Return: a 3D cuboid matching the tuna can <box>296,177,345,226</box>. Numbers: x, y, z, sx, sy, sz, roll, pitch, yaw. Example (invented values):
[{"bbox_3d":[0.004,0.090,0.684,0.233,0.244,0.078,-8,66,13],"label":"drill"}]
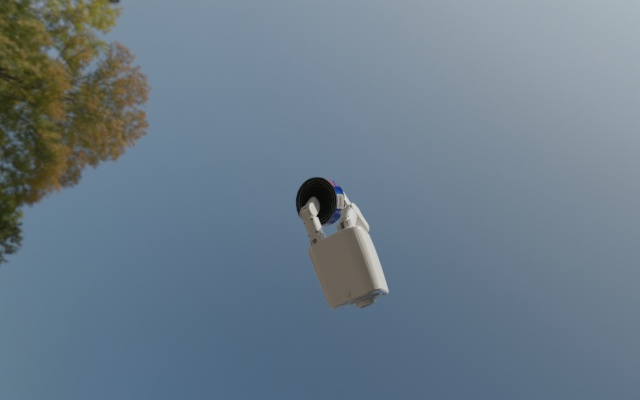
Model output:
[{"bbox_3d":[0.000,0.003,0.843,0.086,0.086,0.034,0,-4,33],"label":"tuna can"}]
